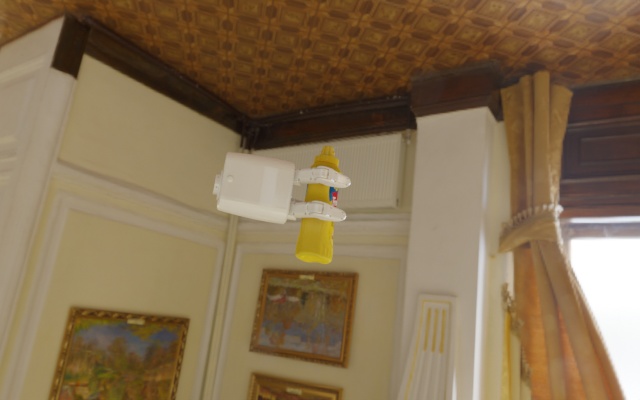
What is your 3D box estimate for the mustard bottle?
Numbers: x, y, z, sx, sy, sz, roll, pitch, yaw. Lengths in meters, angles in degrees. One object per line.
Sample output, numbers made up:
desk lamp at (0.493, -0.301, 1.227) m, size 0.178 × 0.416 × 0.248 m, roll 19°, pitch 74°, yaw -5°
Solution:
mustard bottle at (0.000, 0.003, 0.778) m, size 0.058 × 0.191 × 0.096 m, roll 5°, pitch -14°, yaw 11°
